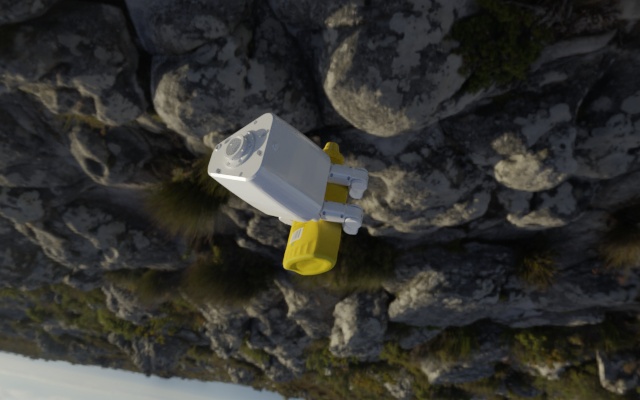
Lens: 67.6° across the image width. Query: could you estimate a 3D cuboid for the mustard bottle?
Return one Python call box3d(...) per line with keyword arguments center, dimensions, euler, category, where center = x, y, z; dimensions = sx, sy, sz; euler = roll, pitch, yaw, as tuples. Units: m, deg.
box3d(center=(0.000, 0.003, 0.663), dimensions=(0.058, 0.191, 0.096), euler=(21, -27, -20), category="mustard bottle")
